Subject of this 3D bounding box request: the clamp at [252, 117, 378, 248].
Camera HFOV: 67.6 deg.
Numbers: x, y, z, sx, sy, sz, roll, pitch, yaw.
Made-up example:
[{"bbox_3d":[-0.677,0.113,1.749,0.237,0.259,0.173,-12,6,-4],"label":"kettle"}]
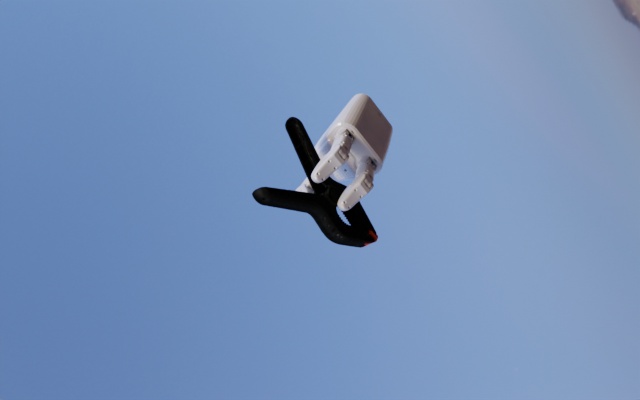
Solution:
[{"bbox_3d":[0.000,0.003,0.655,0.036,0.210,0.164,-28,24,38],"label":"clamp"}]
